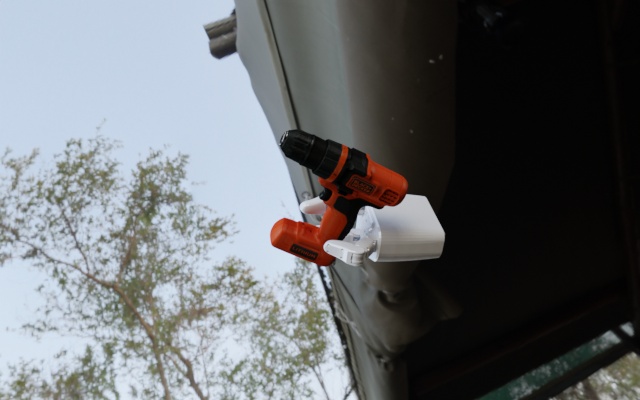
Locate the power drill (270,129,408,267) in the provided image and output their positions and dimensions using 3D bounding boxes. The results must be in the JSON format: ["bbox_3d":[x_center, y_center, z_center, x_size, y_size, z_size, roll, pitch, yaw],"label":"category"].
[{"bbox_3d":[0.000,0.003,0.665,0.184,0.188,0.057,25,38,-14],"label":"power drill"}]
